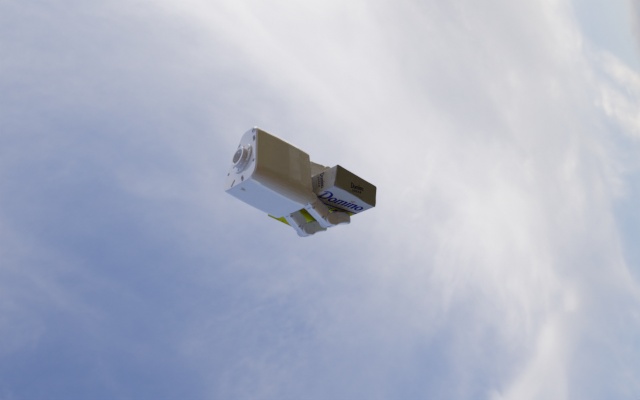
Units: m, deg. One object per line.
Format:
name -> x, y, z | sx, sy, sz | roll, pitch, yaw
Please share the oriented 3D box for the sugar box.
sugar box -> 0.000, 0.003, 0.810 | 0.093, 0.048, 0.176 | 26, -31, -33
